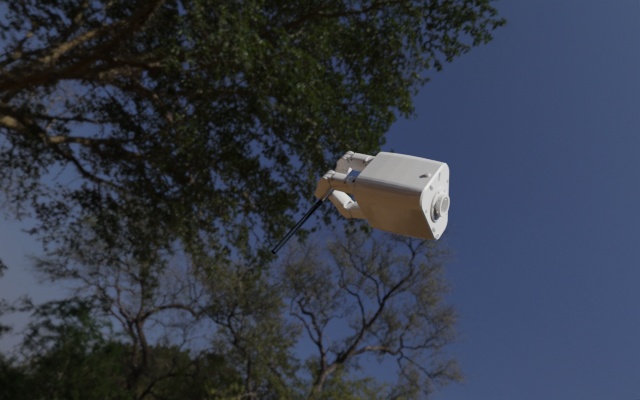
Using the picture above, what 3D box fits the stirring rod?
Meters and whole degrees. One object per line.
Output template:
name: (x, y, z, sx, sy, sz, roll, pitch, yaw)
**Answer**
stirring rod: (0.000, 0.003, 0.749, 0.011, 0.011, 0.239, 0, 36, 44)
